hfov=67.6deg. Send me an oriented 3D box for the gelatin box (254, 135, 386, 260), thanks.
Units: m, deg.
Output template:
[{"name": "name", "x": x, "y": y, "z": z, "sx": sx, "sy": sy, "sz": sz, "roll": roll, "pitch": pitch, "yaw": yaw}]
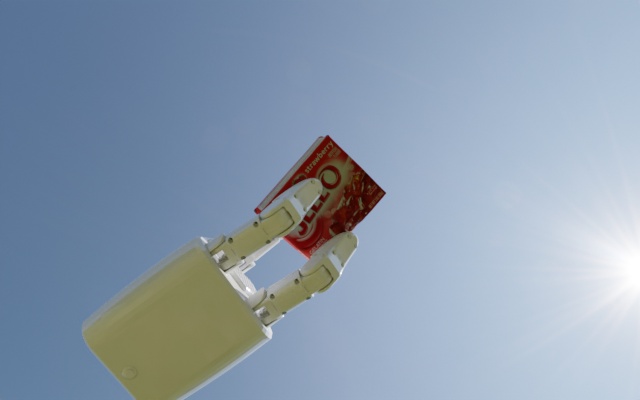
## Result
[{"name": "gelatin box", "x": 0.000, "y": 0.001, "z": 0.406, "sx": 0.073, "sy": 0.089, "sz": 0.030, "roll": 43, "pitch": -7, "yaw": -16}]
